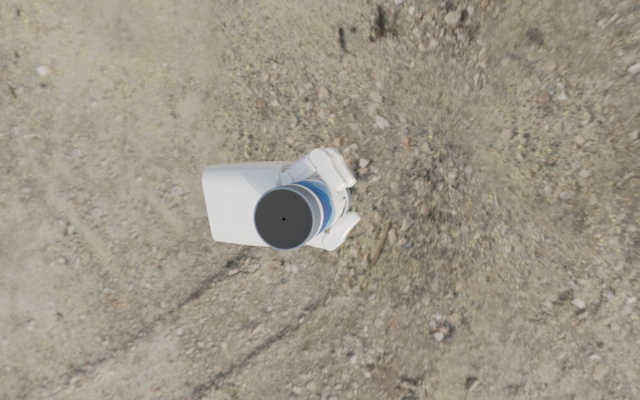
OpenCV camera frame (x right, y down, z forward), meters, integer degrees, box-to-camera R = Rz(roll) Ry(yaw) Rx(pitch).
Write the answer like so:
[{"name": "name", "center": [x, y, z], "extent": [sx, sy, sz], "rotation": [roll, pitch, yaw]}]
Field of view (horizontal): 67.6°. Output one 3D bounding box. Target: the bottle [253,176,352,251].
[{"name": "bottle", "center": [0.000, 0.002, 0.624], "extent": [0.069, 0.069, 0.295], "rotation": [0, 7, 15]}]
